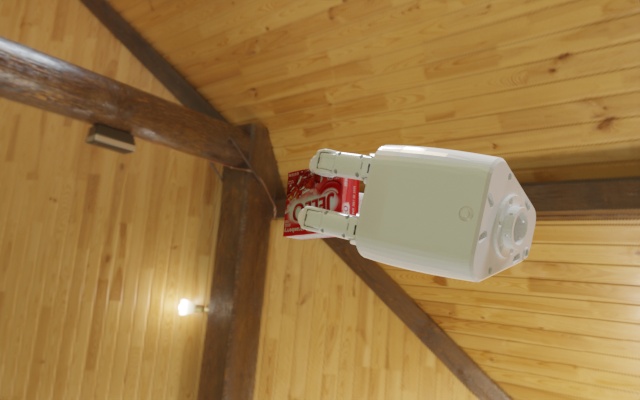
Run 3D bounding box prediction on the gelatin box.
[{"bbox_3d":[0.000,0.002,0.503,0.030,0.073,0.089,14,-16,-42],"label":"gelatin box"}]
